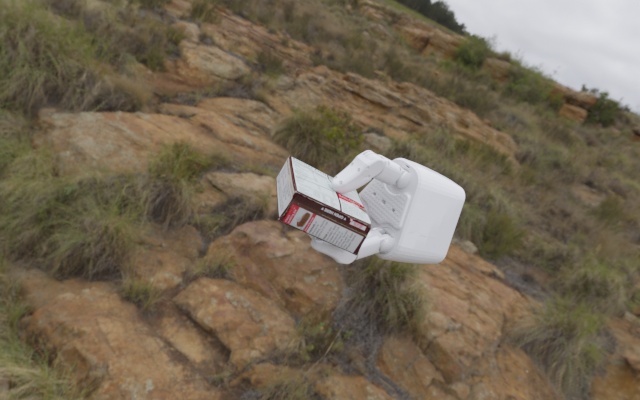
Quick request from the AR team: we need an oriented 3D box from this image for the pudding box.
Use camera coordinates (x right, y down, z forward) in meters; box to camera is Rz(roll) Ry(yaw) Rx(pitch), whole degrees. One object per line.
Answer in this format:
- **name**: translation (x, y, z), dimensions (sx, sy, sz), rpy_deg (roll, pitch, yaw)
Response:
- **pudding box**: translation (0.000, 0.002, 0.507), dimensions (0.090, 0.039, 0.113), rpy_deg (24, 17, -16)
